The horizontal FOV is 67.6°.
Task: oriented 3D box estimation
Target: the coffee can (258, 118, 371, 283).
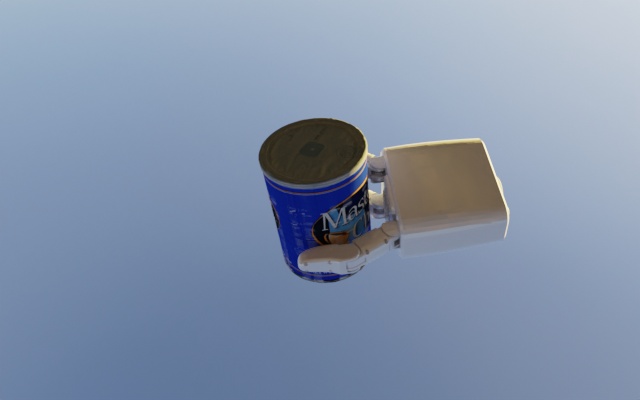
[{"bbox_3d":[0.000,0.002,0.493,0.103,0.140,0.102,-5,43,4],"label":"coffee can"}]
